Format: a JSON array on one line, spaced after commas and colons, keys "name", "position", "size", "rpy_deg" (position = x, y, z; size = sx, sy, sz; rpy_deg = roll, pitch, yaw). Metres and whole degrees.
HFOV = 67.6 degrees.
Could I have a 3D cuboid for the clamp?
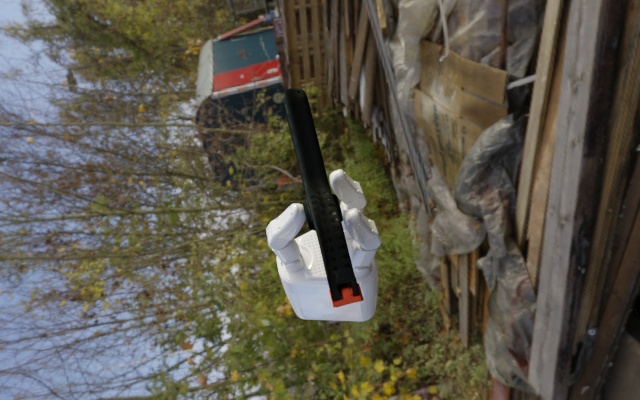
[{"name": "clamp", "position": [-0.001, 0.002, 0.477], "size": [0.036, 0.209, 0.165], "rpy_deg": [-15, -39, -1]}]
